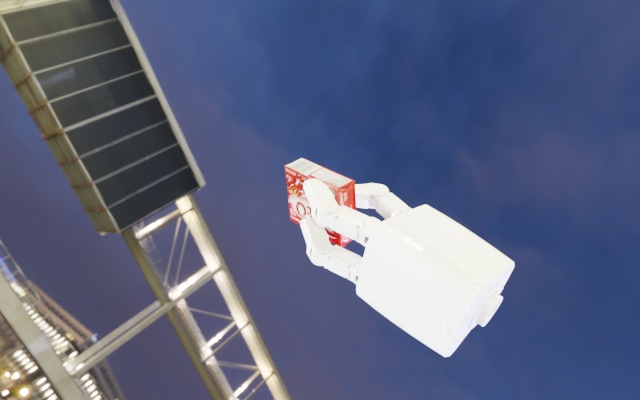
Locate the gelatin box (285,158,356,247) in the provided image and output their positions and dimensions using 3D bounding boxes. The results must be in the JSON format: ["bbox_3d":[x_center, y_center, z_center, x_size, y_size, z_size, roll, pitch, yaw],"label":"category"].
[{"bbox_3d":[0.000,0.001,0.531,0.030,0.073,0.089,-28,38,-34],"label":"gelatin box"}]
